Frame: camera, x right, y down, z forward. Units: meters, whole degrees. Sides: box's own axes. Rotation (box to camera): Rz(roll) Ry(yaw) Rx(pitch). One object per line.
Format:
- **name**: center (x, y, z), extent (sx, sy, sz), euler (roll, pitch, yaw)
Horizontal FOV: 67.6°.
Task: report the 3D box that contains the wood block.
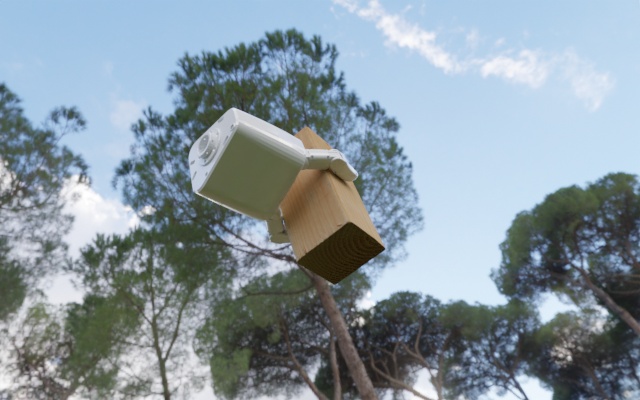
- **wood block**: center (0.000, 0.002, 0.680), extent (0.091, 0.206, 0.090), euler (-38, -46, 16)
